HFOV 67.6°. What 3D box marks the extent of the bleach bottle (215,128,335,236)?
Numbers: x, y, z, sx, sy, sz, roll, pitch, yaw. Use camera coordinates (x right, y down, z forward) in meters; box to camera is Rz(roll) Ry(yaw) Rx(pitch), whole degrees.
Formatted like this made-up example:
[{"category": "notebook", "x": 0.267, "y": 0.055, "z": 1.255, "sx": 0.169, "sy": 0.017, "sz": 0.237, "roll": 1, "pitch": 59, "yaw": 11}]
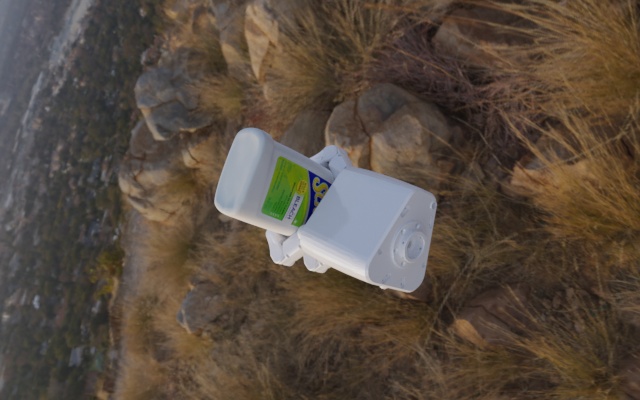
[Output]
[{"category": "bleach bottle", "x": 0.000, "y": 0.002, "z": 0.589, "sx": 0.251, "sy": 0.102, "sz": 0.068, "roll": 20, "pitch": 0, "yaw": -40}]
